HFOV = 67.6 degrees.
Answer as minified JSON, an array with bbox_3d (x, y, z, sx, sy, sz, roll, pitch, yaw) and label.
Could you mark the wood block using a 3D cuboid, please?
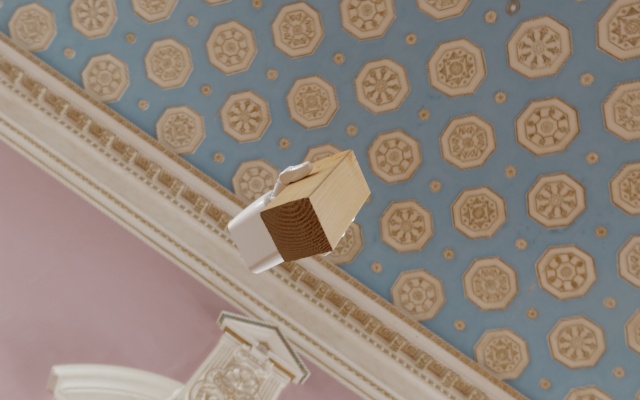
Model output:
[{"bbox_3d":[0.000,0.002,0.772,0.090,0.091,0.206,-17,17,28],"label":"wood block"}]
